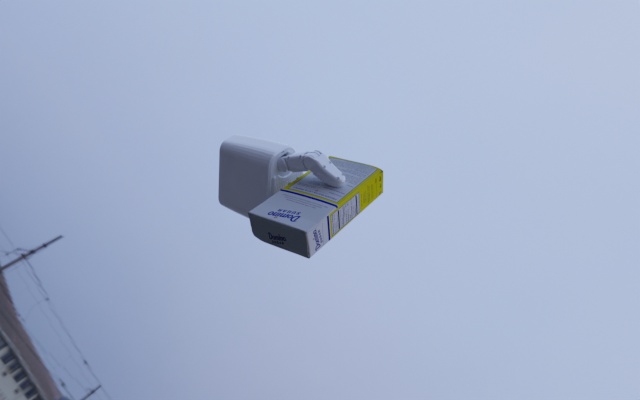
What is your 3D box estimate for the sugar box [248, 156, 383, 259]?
[{"bbox_3d":[0.000,0.002,0.623,0.093,0.048,0.176,17,40,33],"label":"sugar box"}]
